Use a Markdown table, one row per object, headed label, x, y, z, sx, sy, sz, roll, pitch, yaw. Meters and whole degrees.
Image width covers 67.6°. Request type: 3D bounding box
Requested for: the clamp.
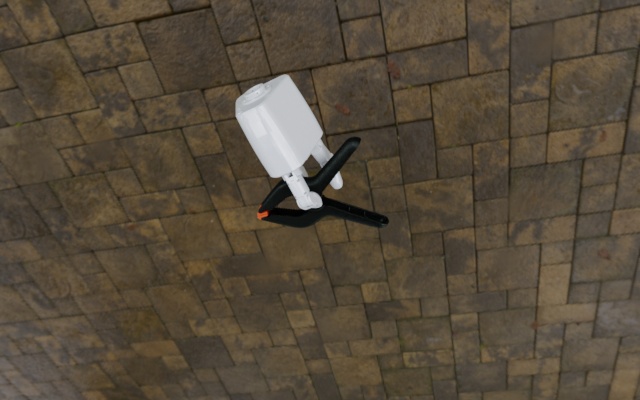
| label | x | y | z | sx | sy | sz | roll | pitch | yaw |
| --- | --- | --- | --- | --- | --- | --- | --- | --- | --- |
| clamp | -0.001 | 0.003 | 0.773 | 0.210 | 0.165 | 0.036 | -21 | 26 | 19 |
